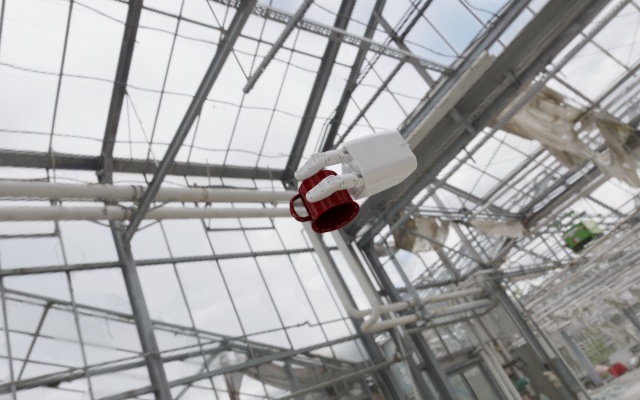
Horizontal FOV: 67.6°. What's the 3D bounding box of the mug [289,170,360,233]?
[{"bbox_3d":[-0.001,0.003,0.852,0.117,0.081,0.093,-18,-30,-16],"label":"mug"}]
